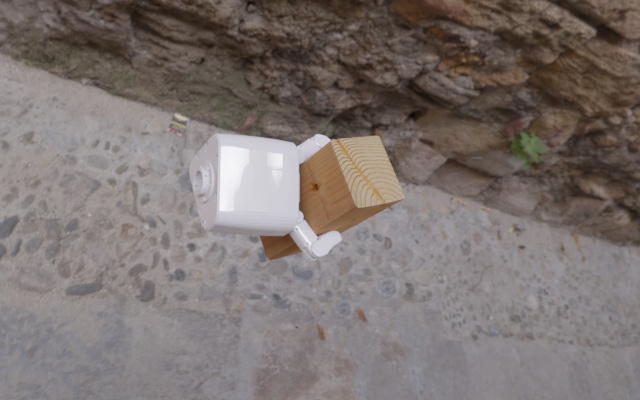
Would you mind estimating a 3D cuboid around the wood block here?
[{"bbox_3d":[0.000,0.002,0.651,0.090,0.091,0.206,-10,-15,-41],"label":"wood block"}]
